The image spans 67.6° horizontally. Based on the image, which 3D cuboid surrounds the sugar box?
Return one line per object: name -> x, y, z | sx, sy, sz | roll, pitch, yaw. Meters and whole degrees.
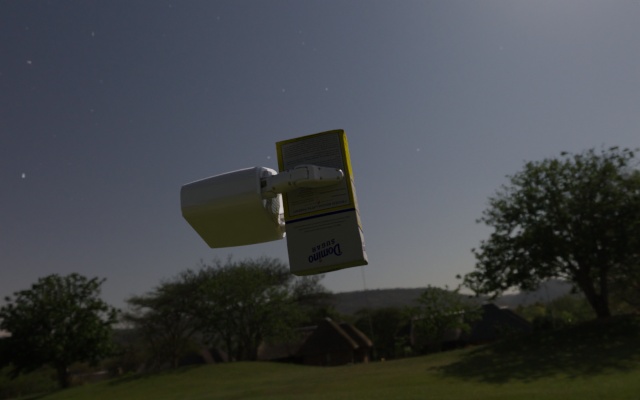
sugar box -> 0.000, 0.002, 0.607 | 0.093, 0.176, 0.048 | -11, -18, 10
